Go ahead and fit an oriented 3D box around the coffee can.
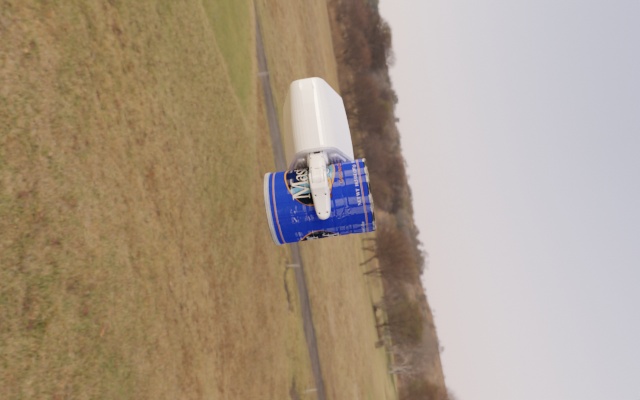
[{"bbox_3d":[0.000,0.002,0.667,0.140,0.103,0.103,-9,-1,4],"label":"coffee can"}]
